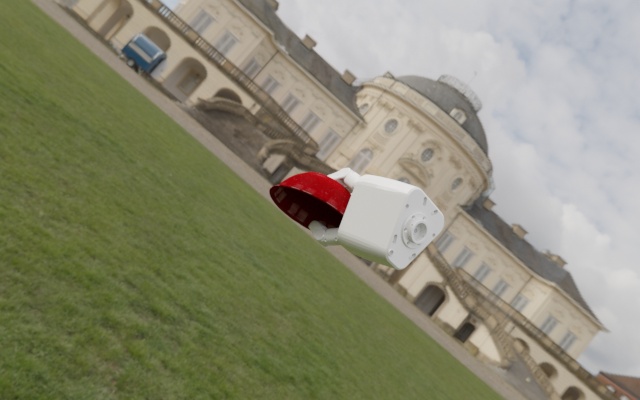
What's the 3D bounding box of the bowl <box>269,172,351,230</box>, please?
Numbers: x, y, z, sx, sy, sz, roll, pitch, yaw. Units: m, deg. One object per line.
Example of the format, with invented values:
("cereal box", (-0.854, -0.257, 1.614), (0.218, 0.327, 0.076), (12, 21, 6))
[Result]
("bowl", (-0.001, 0.002, 0.773), (0.162, 0.055, 0.162), (25, -21, 10))
